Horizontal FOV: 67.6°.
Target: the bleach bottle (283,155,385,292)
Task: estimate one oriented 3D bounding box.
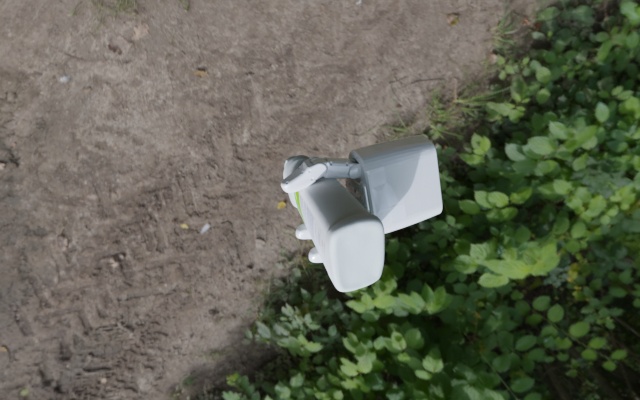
[{"bbox_3d":[0.000,0.002,0.627,0.068,0.103,0.250,-15,36,-14],"label":"bleach bottle"}]
